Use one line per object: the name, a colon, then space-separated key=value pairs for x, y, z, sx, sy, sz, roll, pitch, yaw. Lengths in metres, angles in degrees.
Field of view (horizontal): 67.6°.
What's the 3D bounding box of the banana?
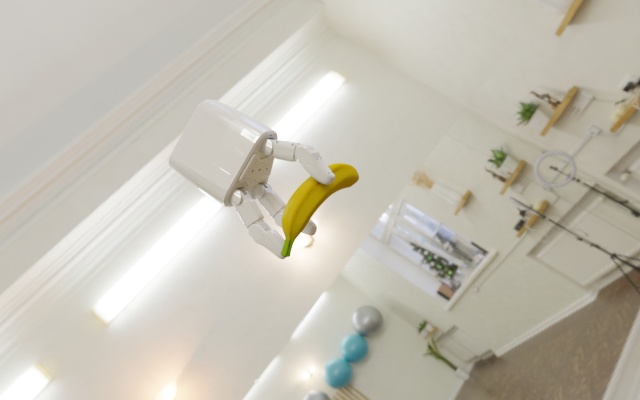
banana: x=0.001 y=-0.010 z=0.633 sx=0.037 sy=0.070 sz=0.197 roll=29 pitch=45 yaw=18
